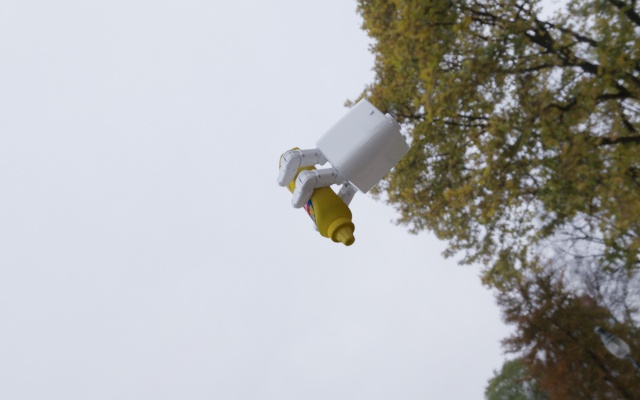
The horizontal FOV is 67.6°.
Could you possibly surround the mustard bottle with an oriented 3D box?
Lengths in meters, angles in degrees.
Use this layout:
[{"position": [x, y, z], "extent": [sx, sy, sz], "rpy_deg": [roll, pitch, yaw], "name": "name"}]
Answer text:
[{"position": [0.000, 0.002, 0.744], "extent": [0.058, 0.096, 0.191], "rpy_deg": [-27, 47, -11], "name": "mustard bottle"}]
